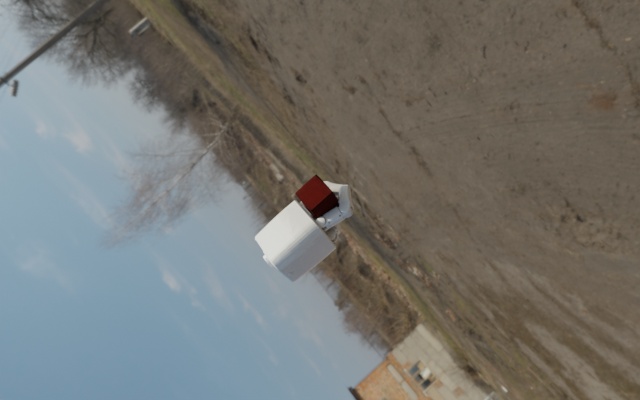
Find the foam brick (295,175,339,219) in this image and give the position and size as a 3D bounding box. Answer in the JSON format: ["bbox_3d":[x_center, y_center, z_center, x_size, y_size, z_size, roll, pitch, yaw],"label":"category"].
[{"bbox_3d":[0.000,0.003,0.858,0.053,0.051,0.078,47,-4,35],"label":"foam brick"}]
